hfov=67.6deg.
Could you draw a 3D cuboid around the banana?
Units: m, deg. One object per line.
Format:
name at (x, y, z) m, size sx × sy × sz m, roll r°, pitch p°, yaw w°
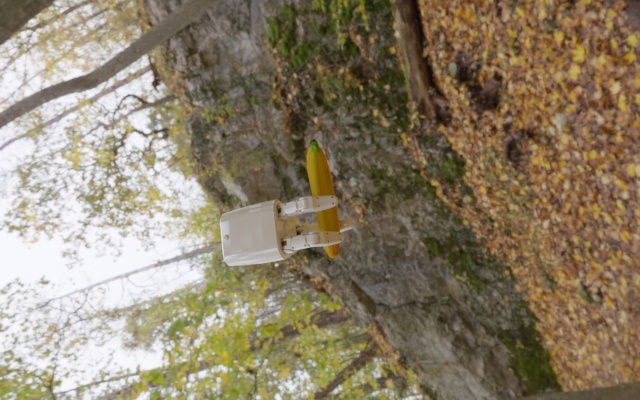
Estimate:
banana at (0.003, -0.005, 0.797) m, size 0.037 × 0.198 × 0.069 m, roll -9°, pitch 12°, yaw 14°
